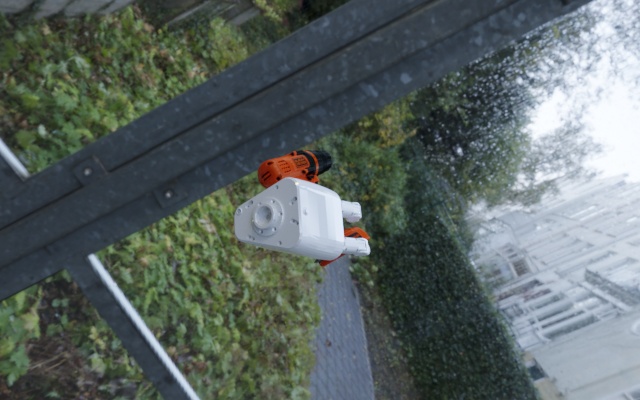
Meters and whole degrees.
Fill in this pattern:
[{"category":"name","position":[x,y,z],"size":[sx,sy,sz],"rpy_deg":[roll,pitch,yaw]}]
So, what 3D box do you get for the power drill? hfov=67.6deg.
[{"category":"power drill","position":[0.000,0.003,0.775],"size":[0.057,0.187,0.184],"rpy_deg":[-39,-9,34]}]
